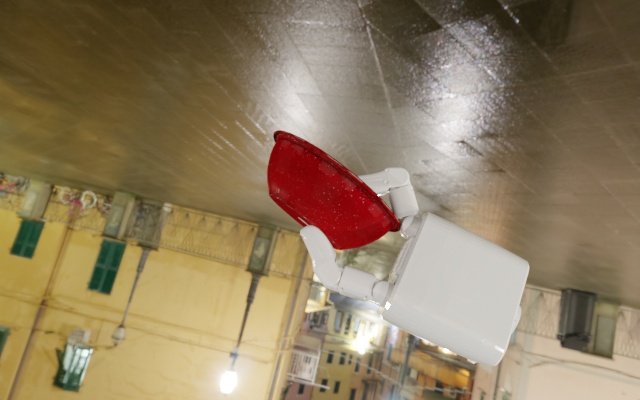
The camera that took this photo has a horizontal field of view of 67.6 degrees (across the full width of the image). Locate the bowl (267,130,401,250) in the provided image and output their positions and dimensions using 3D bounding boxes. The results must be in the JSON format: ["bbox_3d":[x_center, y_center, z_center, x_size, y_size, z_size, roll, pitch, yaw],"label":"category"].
[{"bbox_3d":[-0.001,0.001,0.486,0.162,0.055,0.162,38,-8,6],"label":"bowl"}]
